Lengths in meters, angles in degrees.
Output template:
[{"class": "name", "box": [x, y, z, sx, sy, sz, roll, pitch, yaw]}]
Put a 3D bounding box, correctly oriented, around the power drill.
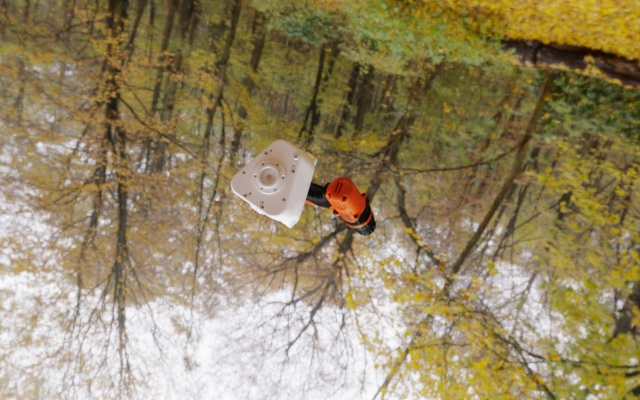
[{"class": "power drill", "box": [0.000, 0.003, 0.850, 0.187, 0.057, 0.184, 11, -21, 25]}]
